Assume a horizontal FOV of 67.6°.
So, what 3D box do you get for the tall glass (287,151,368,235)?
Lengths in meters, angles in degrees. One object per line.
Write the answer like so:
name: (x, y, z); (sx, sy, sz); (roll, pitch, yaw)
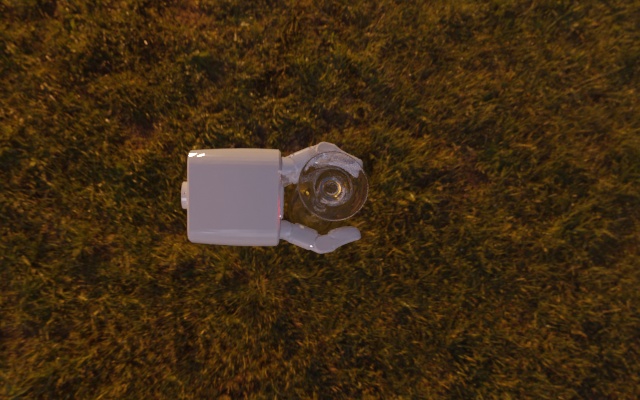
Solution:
tall glass: (0.000, 0.002, 0.592); (0.079, 0.079, 0.201); (0, -10, -7)
